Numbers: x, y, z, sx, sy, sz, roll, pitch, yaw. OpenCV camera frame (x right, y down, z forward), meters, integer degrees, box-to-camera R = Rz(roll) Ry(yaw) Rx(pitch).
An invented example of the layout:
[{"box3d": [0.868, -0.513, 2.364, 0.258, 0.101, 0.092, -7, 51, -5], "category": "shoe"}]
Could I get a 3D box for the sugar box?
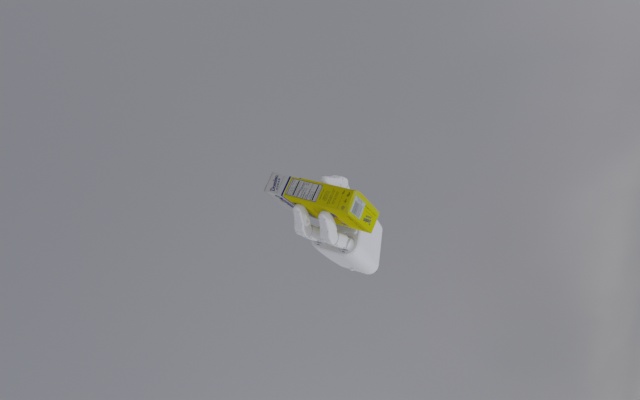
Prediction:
[{"box3d": [0.000, 0.003, 0.799, 0.176, 0.048, 0.093, 11, -19, 36], "category": "sugar box"}]
